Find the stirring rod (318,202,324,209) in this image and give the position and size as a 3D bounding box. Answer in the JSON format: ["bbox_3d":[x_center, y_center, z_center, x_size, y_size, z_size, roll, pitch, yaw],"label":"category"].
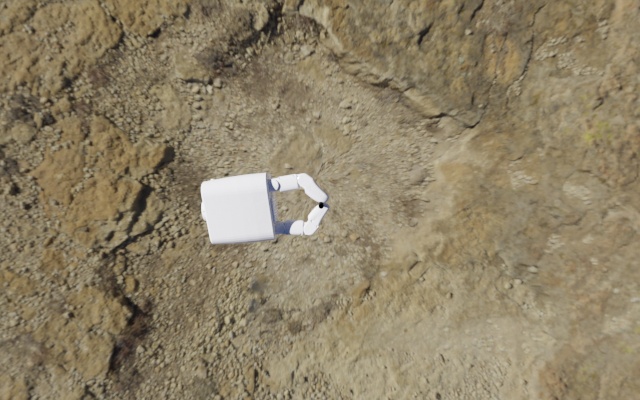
[{"bbox_3d":[0.000,0.003,0.813,0.011,0.011,0.239,0,3,0],"label":"stirring rod"}]
